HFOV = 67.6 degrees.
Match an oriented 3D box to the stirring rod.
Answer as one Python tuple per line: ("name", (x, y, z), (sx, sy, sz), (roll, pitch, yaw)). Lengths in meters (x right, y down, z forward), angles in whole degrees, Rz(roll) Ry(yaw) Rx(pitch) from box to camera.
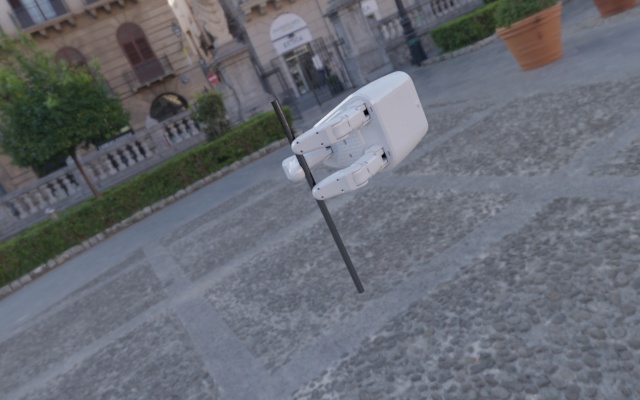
("stirring rod", (0.000, 0.002, 0.528), (0.011, 0.239, 0.011), (-23, 16, 7))
